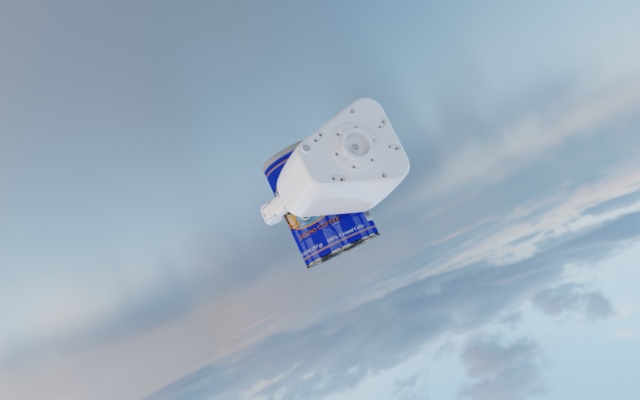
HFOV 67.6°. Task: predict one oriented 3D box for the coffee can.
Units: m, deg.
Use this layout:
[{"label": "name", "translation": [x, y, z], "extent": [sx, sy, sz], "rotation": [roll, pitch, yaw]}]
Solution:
[{"label": "coffee can", "translation": [0.000, 0.002, 0.611], "extent": [0.103, 0.140, 0.103], "rotation": [-25, -9, -4]}]
